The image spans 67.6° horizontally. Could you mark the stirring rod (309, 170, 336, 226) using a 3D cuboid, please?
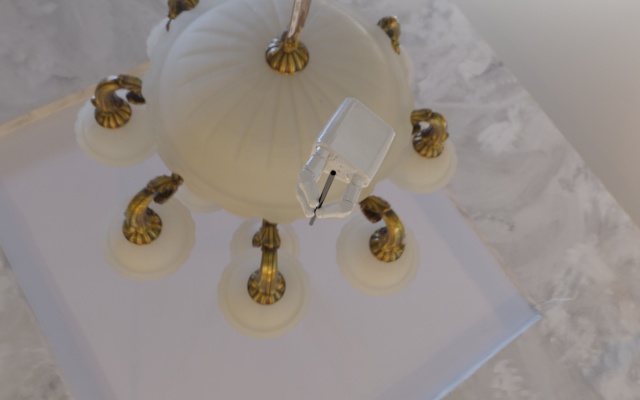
[{"bbox_3d":[0.000,0.002,0.737,0.011,0.011,0.240,0,-19,-8],"label":"stirring rod"}]
